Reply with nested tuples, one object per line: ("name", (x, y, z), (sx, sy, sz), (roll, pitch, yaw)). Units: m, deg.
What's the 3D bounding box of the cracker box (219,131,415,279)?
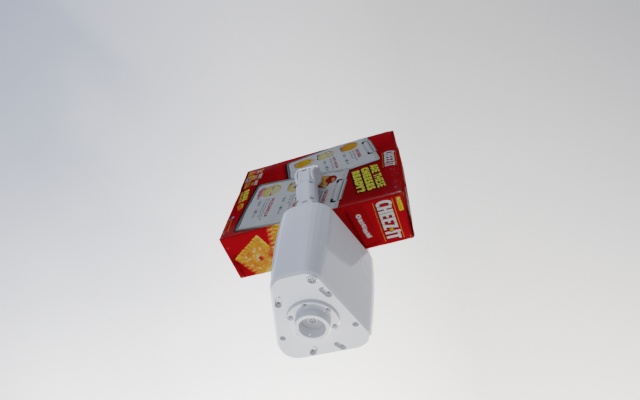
("cracker box", (0.000, 0.002, 0.596), (0.214, 0.072, 0.164), (-14, 29, 13))
